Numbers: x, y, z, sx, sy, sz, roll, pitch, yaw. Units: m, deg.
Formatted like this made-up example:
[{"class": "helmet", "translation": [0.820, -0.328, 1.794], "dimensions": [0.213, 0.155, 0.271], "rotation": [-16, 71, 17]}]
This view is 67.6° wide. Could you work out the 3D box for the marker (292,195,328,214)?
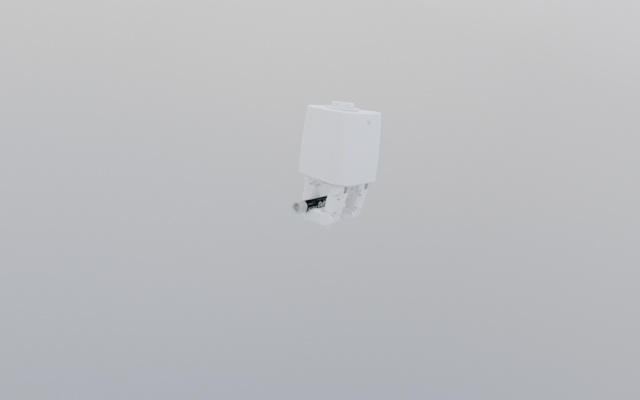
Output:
[{"class": "marker", "translation": [0.000, 0.003, 0.758], "dimensions": [0.020, 0.020, 0.121], "rotation": [0, 8, 38]}]
